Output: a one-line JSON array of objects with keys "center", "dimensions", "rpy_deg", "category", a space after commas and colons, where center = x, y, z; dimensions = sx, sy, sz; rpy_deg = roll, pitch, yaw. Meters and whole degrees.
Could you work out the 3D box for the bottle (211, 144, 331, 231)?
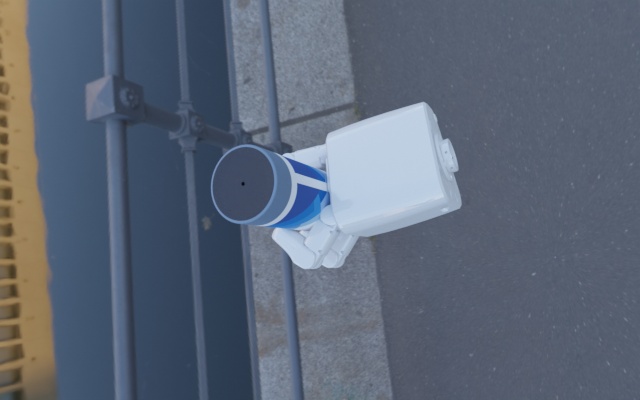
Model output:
[{"center": [0.000, 0.002, 0.525], "dimensions": [0.069, 0.069, 0.296], "rpy_deg": [0, -6, 26], "category": "bottle"}]
